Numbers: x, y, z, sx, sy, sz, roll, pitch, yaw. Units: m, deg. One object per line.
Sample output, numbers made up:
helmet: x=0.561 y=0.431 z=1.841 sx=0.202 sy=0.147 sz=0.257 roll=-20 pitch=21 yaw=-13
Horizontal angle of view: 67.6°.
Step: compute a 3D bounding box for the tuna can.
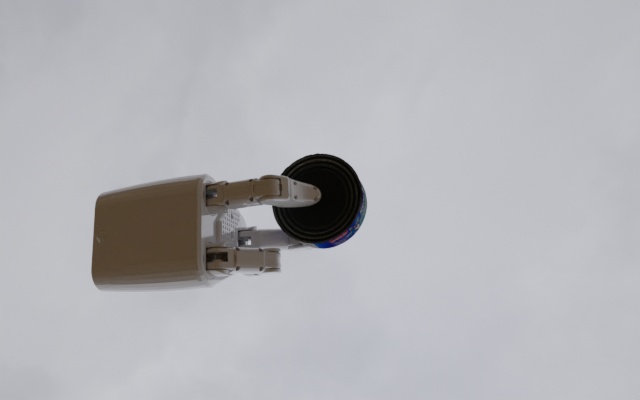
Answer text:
tuna can: x=0.000 y=0.002 z=0.449 sx=0.086 sy=0.086 sz=0.034 roll=0 pitch=-16 yaw=16
